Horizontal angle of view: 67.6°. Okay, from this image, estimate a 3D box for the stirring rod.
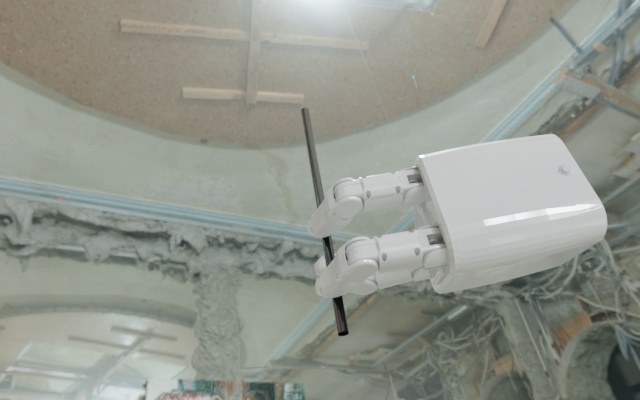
[{"bbox_3d":[0.000,0.001,0.412,0.011,0.239,0.011,-6,-38,-5],"label":"stirring rod"}]
